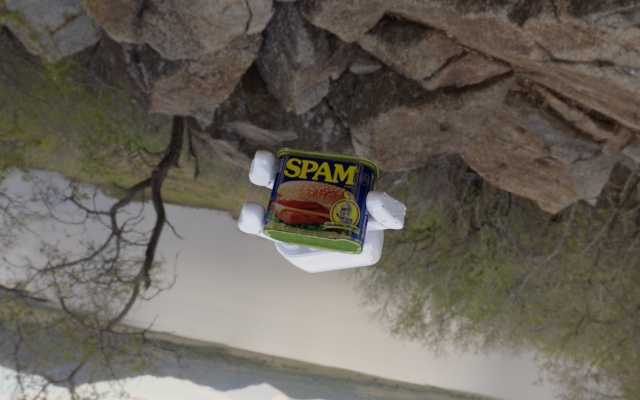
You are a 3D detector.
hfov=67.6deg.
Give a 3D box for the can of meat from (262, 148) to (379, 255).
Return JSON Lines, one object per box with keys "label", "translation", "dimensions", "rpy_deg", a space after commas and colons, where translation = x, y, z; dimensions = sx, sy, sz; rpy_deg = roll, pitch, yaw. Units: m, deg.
{"label": "can of meat", "translation": [0.000, 0.002, 0.465], "dimensions": [0.102, 0.084, 0.057], "rpy_deg": [8, -18, 12]}
